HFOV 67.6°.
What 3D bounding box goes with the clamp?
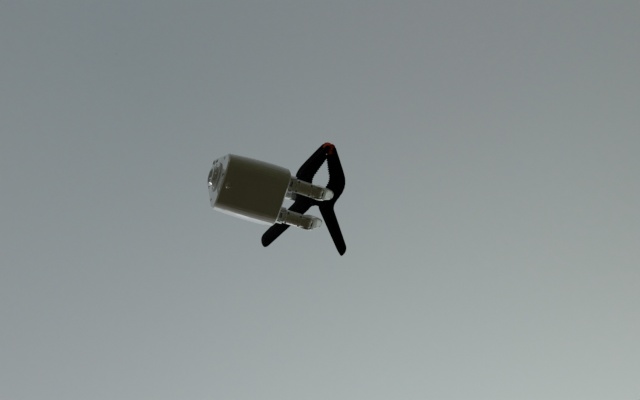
[{"bbox_3d":[0.000,0.002,0.859,0.164,0.210,0.036,16,9,-25],"label":"clamp"}]
